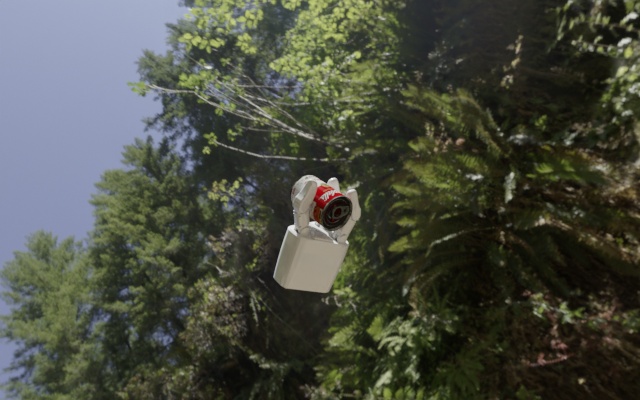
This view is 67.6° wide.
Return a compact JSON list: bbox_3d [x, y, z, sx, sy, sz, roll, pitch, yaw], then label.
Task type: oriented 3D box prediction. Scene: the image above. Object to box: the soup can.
[{"bbox_3d":[0.000,0.002,0.859,0.068,0.068,0.102,0,24,-40],"label":"soup can"}]
